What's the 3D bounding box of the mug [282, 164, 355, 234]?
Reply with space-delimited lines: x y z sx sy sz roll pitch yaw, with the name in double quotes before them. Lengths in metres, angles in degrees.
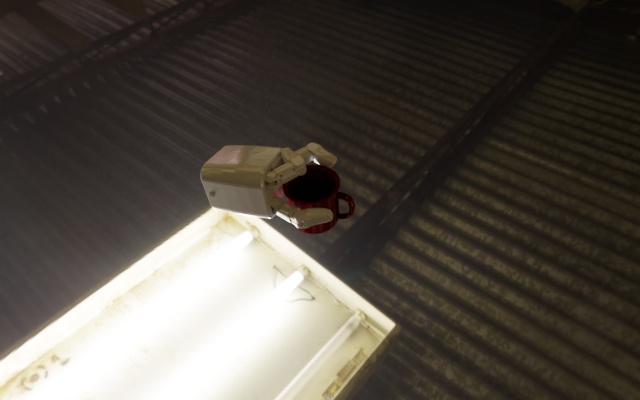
"mug" 0.002 0.003 0.785 0.117 0.082 0.093 9 47 15
